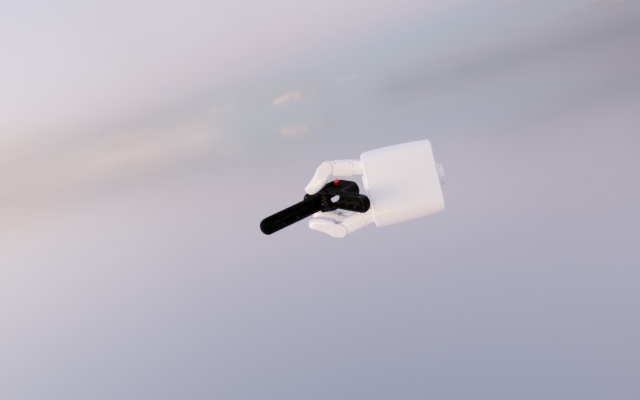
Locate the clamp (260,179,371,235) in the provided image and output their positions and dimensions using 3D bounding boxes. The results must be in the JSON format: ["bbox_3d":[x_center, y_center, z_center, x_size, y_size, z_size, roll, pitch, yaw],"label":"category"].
[{"bbox_3d":[0.000,0.002,0.752,0.164,0.036,0.210,-14,11,10],"label":"clamp"}]
